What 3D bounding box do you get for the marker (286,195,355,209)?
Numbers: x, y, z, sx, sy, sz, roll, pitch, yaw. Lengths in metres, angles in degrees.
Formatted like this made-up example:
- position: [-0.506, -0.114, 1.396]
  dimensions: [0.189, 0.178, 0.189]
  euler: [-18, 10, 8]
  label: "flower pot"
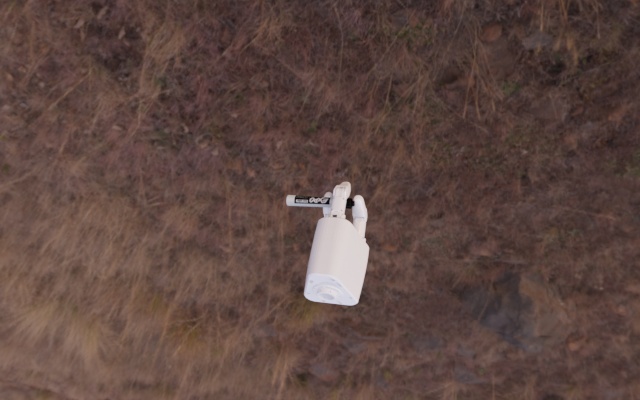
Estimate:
- position: [0.000, 0.003, 0.830]
  dimensions: [0.121, 0.020, 0.020]
  euler: [3, 1, 15]
  label: "marker"
